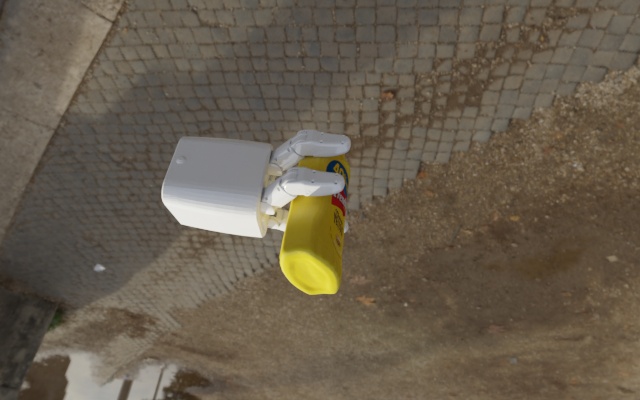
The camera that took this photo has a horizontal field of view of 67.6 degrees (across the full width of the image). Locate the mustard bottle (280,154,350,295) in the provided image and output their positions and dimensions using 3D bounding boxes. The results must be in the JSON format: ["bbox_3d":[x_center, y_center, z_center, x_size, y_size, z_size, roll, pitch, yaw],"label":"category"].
[{"bbox_3d":[0.000,0.002,0.541,0.058,0.191,0.096,-7,-39,19],"label":"mustard bottle"}]
